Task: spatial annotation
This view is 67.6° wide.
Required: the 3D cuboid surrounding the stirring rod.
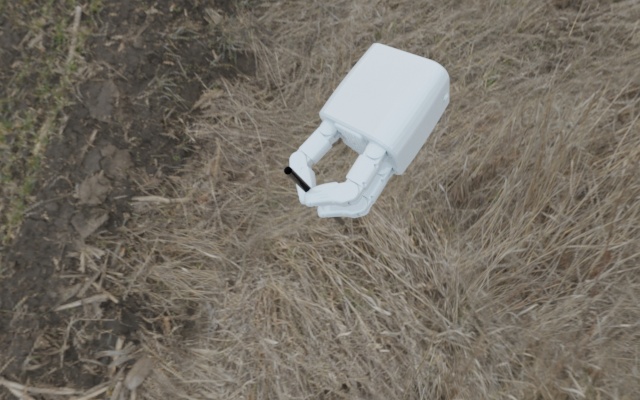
[{"bbox_3d":[0.000,0.002,0.557,0.011,0.011,0.239,0,-14,15],"label":"stirring rod"}]
